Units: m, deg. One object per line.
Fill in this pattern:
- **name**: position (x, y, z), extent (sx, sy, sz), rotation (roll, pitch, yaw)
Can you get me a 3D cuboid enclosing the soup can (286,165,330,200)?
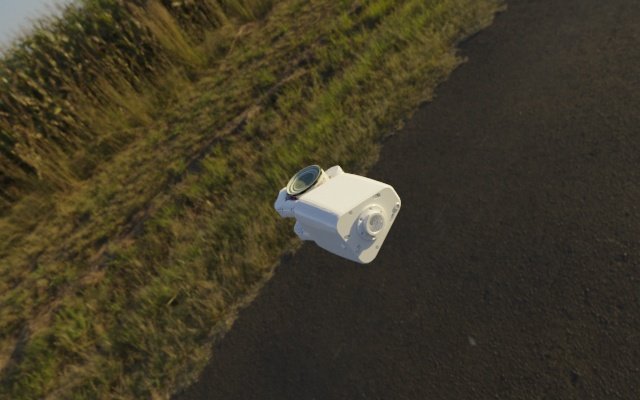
- **soup can**: position (0.000, 0.002, 0.764), extent (0.068, 0.068, 0.102), rotation (0, -43, 48)
